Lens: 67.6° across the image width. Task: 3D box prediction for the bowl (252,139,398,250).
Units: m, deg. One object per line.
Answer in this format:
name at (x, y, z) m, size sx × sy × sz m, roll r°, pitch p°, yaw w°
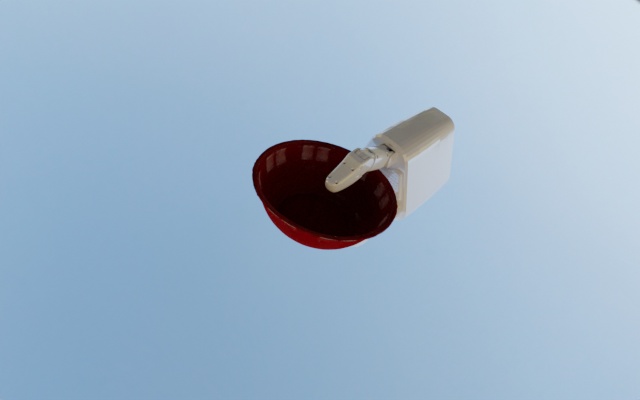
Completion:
bowl at (-0.001, 0.002, 0.529) m, size 0.162 × 0.055 × 0.162 m, roll 12°, pitch 40°, yaw -10°
